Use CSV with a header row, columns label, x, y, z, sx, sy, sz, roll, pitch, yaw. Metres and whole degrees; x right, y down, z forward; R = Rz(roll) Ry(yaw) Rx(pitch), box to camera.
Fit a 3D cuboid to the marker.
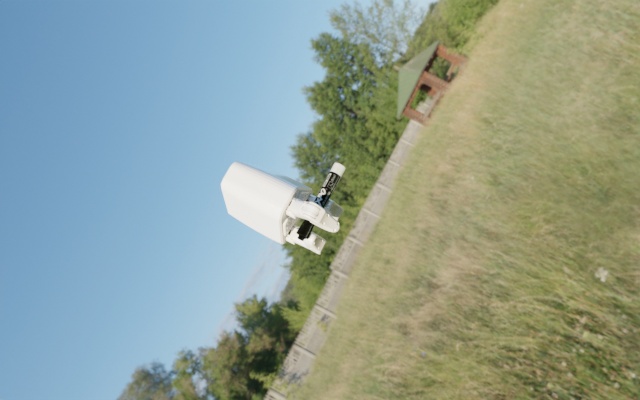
label,x,y,z,sx,sy,sz,roll,pitch,yaw
marker,0.000,0.002,0.671,0.020,0.121,0.020,27,-11,6
